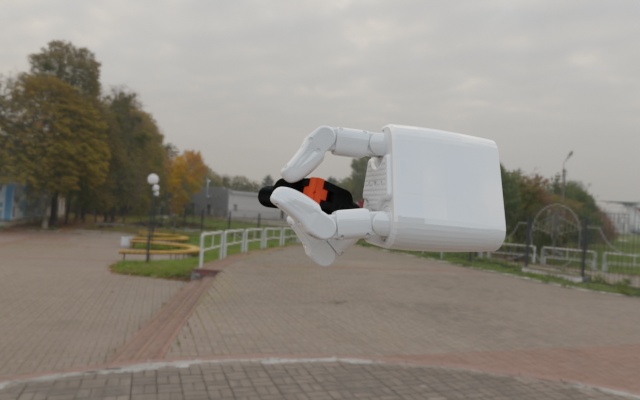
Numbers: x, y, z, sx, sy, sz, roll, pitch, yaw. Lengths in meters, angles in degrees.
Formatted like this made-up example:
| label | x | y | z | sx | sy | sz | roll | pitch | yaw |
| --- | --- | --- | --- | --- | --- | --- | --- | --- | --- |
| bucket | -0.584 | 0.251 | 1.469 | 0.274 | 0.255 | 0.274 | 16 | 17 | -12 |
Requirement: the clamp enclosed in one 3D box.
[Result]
| label | x | y | z | sx | sy | sz | roll | pitch | yaw |
| --- | --- | --- | --- | --- | --- | --- | --- | --- | --- |
| clamp | 0.000 | 0.001 | 0.496 | 0.120 | 0.039 | 0.171 | 5 | -1 | -11 |
